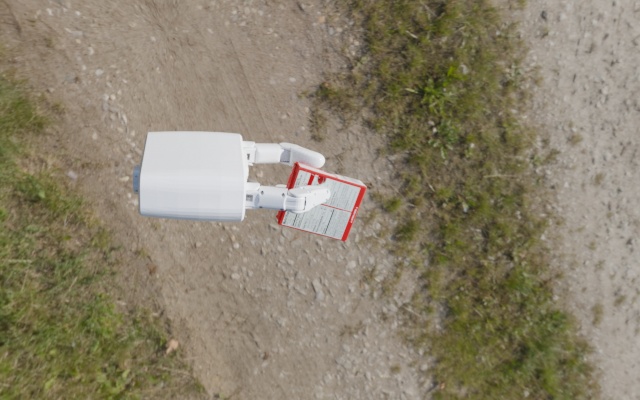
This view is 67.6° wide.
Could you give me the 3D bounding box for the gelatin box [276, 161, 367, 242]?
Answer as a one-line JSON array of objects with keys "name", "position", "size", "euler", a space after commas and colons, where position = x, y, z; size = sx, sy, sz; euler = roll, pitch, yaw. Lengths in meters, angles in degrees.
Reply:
[{"name": "gelatin box", "position": [0.000, 0.002, 0.566], "size": [0.089, 0.073, 0.030], "euler": [16, 15, -15]}]
